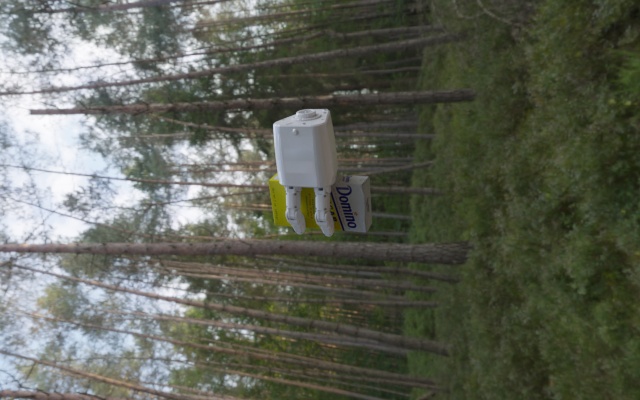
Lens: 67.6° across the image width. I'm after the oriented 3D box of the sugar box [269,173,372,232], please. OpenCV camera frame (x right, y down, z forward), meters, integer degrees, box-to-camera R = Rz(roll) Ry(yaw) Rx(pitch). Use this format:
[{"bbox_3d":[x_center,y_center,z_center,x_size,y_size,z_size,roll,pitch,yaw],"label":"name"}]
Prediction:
[{"bbox_3d":[0.000,0.003,0.847,0.176,0.093,0.048,4,26,22],"label":"sugar box"}]
